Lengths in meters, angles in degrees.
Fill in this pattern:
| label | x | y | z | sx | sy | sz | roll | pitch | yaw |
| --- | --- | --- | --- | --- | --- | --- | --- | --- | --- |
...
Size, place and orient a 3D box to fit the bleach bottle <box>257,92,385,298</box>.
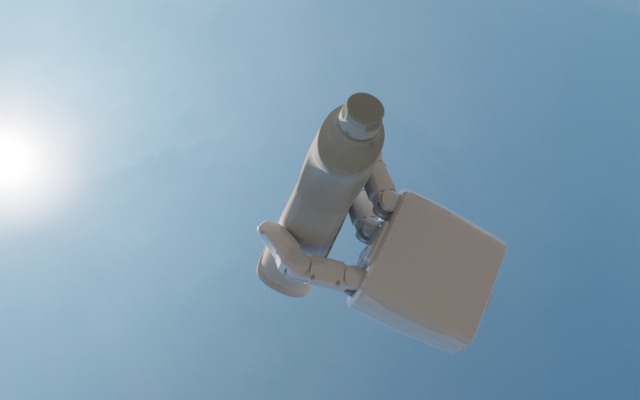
| label | x | y | z | sx | sy | sz | roll | pitch | yaw |
| --- | --- | --- | --- | --- | --- | --- | --- | --- | --- |
| bleach bottle | 0.000 | 0.001 | 0.436 | 0.068 | 0.102 | 0.251 | 26 | -32 | 0 |
